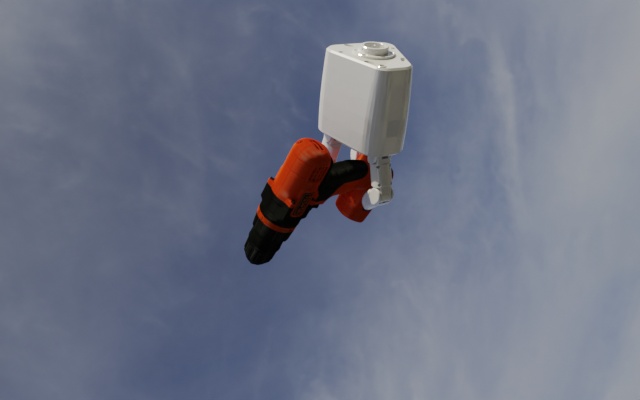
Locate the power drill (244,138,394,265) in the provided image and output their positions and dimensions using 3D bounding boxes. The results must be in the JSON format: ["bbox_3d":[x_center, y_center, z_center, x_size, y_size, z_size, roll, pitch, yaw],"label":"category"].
[{"bbox_3d":[0.000,0.002,0.620,0.187,0.184,0.057,-10,50,-49],"label":"power drill"}]
